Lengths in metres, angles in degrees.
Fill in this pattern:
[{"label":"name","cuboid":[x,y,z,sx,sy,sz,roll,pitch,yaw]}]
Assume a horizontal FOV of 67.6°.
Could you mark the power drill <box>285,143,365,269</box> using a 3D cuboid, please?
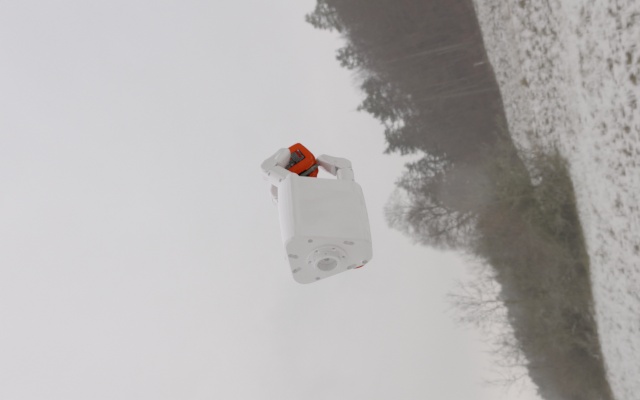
[{"label":"power drill","cuboid":[0.000,0.002,0.750,0.057,0.188,0.184,-36,24,-3]}]
